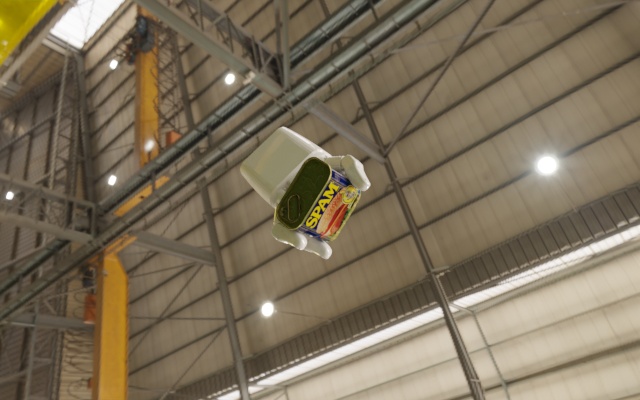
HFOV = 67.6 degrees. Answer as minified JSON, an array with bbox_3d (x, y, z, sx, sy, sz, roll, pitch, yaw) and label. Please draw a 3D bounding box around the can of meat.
[{"bbox_3d":[0.000,0.002,0.671,0.057,0.102,0.084,35,5,42],"label":"can of meat"}]
